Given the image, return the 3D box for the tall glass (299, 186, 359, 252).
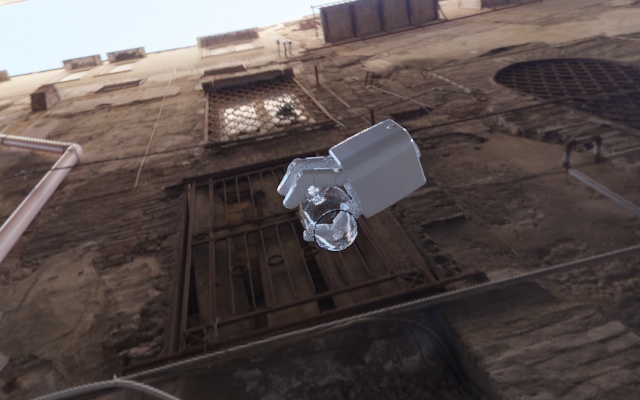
[{"bbox_3d":[0.000,0.002,0.715,0.079,0.079,0.201,0,23,-13],"label":"tall glass"}]
